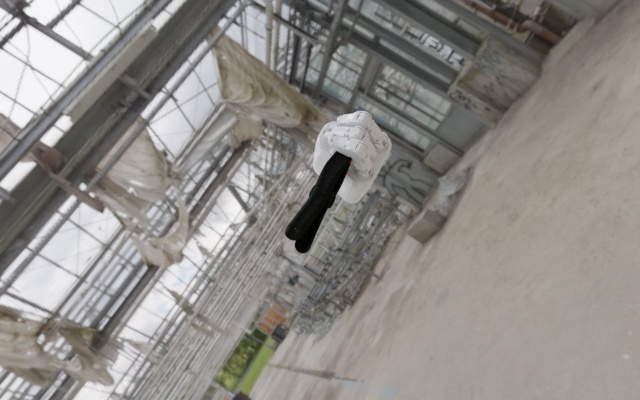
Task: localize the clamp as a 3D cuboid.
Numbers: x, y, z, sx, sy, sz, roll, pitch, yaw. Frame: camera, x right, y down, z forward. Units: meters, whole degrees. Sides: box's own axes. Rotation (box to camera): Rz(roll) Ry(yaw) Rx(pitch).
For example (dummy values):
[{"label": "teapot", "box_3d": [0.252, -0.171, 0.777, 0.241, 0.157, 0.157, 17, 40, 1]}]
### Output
[{"label": "clamp", "box_3d": [0.000, 0.002, 0.709, 0.039, 0.171, 0.120, 31, -20, 6]}]
